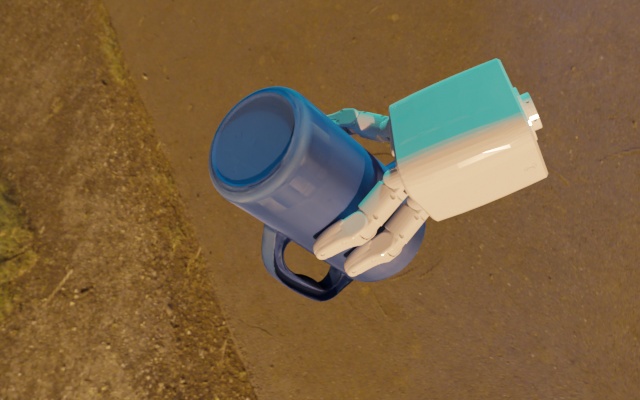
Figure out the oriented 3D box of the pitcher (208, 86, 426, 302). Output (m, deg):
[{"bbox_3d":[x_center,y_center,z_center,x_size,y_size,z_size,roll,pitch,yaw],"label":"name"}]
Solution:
[{"bbox_3d":[0.000,0.001,0.484,0.145,0.149,0.243,-21,-31,24],"label":"pitcher"}]
